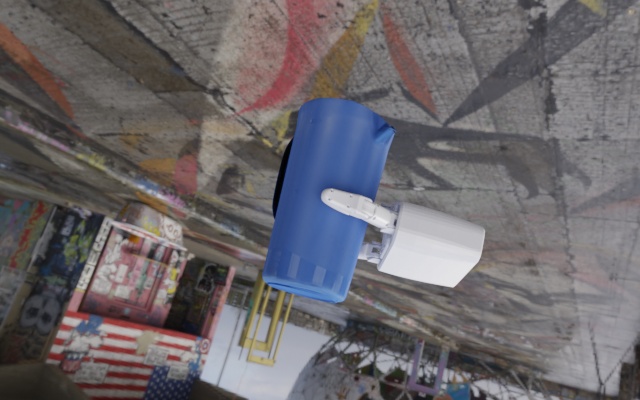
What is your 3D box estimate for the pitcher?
[{"bbox_3d":[0.000,0.002,0.626,0.145,0.242,0.149,15,-15,1],"label":"pitcher"}]
